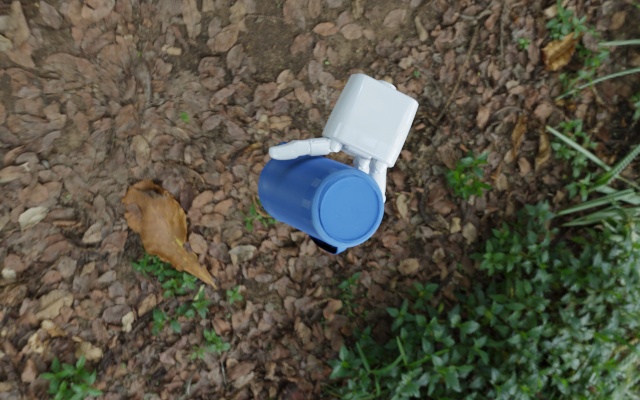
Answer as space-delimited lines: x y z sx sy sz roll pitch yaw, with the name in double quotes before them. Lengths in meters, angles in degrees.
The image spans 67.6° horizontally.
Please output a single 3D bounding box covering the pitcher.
"pitcher" 0.000 0.002 0.740 0.149 0.145 0.243 24 0 -23
